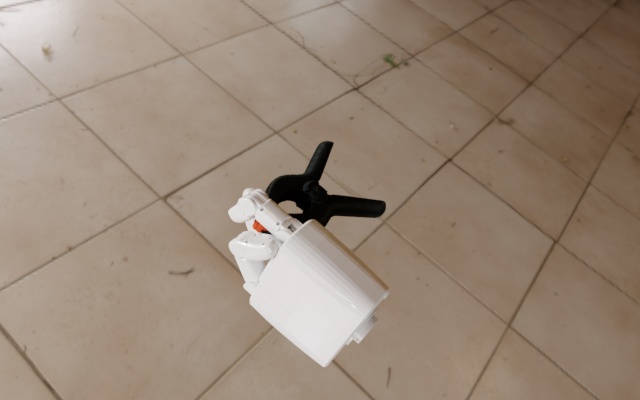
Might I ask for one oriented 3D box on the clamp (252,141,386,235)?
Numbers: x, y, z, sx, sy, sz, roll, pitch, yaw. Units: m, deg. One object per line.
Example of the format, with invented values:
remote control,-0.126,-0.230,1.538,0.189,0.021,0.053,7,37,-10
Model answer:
clamp,0.000,0.001,0.557,0.171,0.120,0.039,-39,-17,-40
